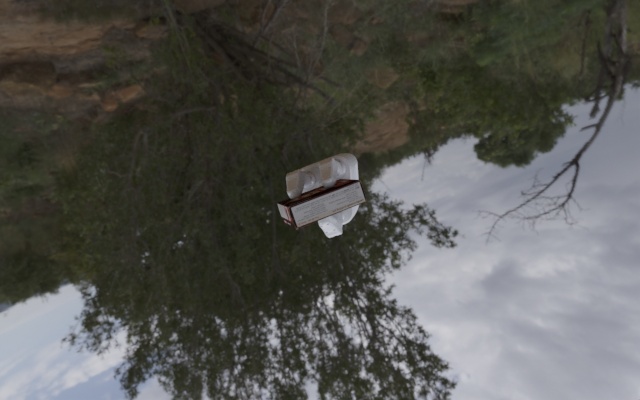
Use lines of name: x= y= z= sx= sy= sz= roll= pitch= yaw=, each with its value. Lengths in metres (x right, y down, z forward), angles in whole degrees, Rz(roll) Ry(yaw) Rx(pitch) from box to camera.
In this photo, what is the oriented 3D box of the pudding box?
pudding box: x=0.000 y=0.002 z=0.701 sx=0.113 sy=0.039 sz=0.090 roll=-23 pitch=8 yaw=-13
